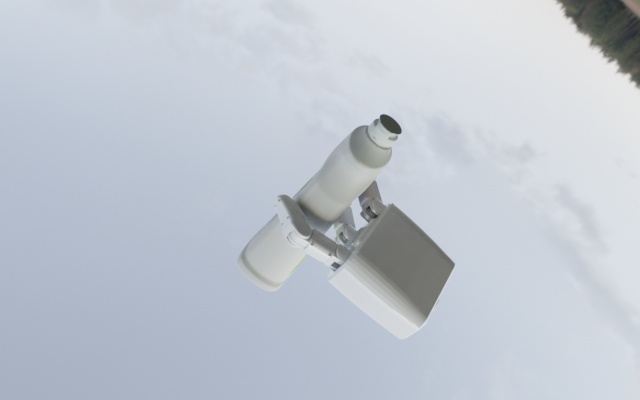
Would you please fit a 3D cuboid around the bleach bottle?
[{"bbox_3d":[0.000,0.002,0.543,0.251,0.068,0.102,-48,3,38],"label":"bleach bottle"}]
